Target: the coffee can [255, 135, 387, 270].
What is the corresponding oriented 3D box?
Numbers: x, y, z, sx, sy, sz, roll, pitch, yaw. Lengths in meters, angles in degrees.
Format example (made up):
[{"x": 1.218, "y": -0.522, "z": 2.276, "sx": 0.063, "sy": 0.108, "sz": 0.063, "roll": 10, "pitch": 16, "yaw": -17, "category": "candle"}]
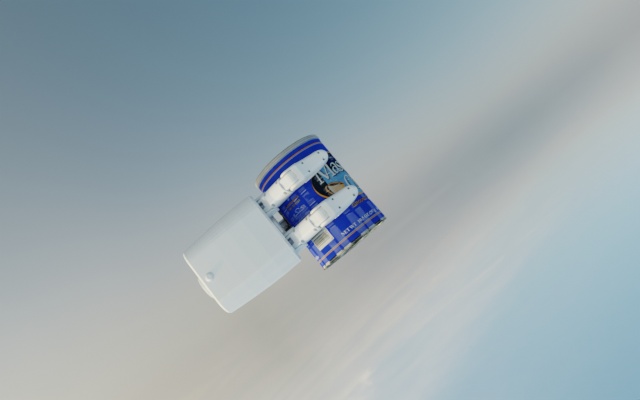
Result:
[{"x": 0.000, "y": 0.002, "z": 0.609, "sx": 0.103, "sy": 0.140, "sz": 0.103, "roll": -39, "pitch": -8, "yaw": -7, "category": "coffee can"}]
